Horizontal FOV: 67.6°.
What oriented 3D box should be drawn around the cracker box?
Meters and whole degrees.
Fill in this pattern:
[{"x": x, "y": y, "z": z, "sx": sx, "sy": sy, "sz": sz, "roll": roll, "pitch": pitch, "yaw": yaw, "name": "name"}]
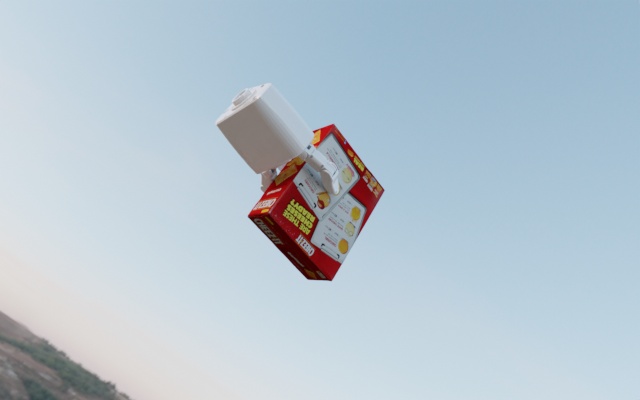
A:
[{"x": 0.000, "y": 0.002, "z": 0.808, "sx": 0.072, "sy": 0.213, "sz": 0.164, "roll": -10, "pitch": -52, "yaw": 49, "name": "cracker box"}]
